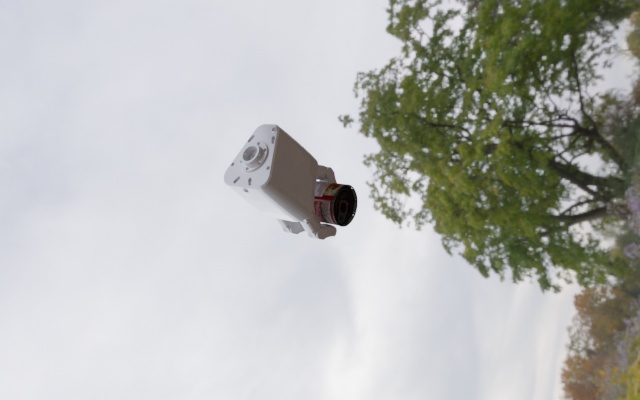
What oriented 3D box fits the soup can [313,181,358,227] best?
[{"bbox_3d":[0.000,0.003,0.785,0.102,0.068,0.068,8,5,37],"label":"soup can"}]
